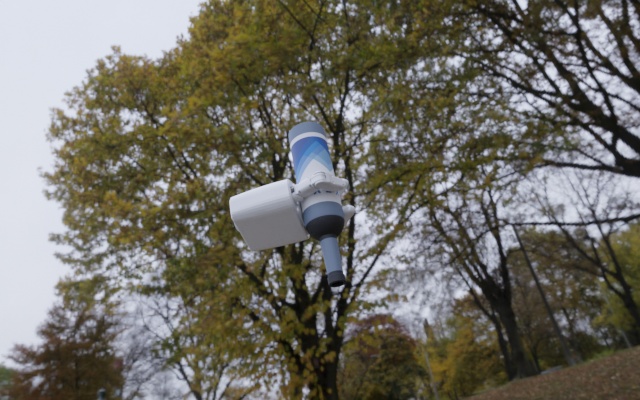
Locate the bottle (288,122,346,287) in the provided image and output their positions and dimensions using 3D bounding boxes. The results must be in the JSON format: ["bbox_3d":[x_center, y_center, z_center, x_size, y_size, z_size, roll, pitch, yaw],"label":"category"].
[{"bbox_3d":[0.000,0.002,0.800,0.069,0.295,0.069,-9,-30,-5],"label":"bottle"}]
